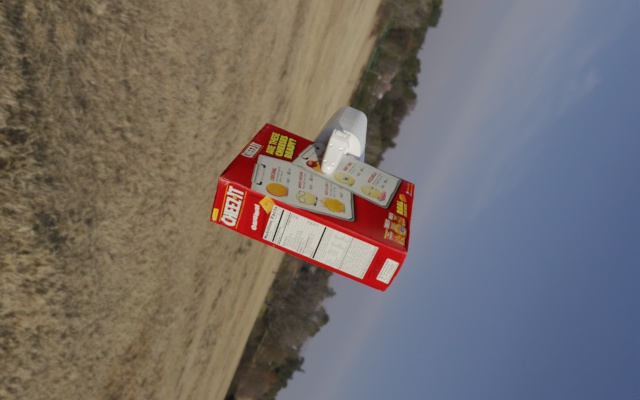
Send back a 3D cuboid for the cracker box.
[{"bbox_3d":[0.000,0.002,0.575,0.213,0.072,0.164,22,32,1],"label":"cracker box"}]
